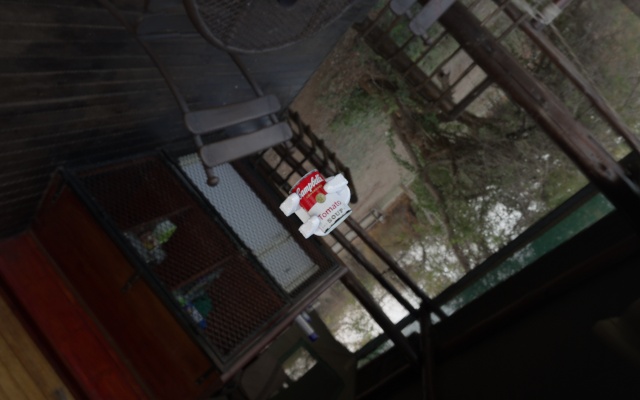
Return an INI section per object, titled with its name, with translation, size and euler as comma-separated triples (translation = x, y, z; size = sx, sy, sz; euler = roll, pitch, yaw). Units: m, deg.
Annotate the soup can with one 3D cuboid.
[soup can]
translation = 0.000, 0.003, 0.878
size = 0.068, 0.102, 0.068
euler = -40, -8, -7
